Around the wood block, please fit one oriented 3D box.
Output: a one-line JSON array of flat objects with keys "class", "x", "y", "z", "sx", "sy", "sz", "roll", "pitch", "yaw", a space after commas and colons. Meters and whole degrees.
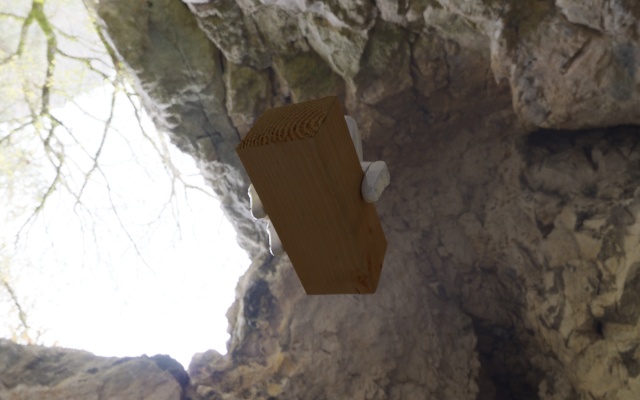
[{"class": "wood block", "x": 0.001, "y": 0.002, "z": 0.534, "sx": 0.091, "sy": 0.206, "sz": 0.090, "roll": -7, "pitch": 35, "yaw": 25}]
